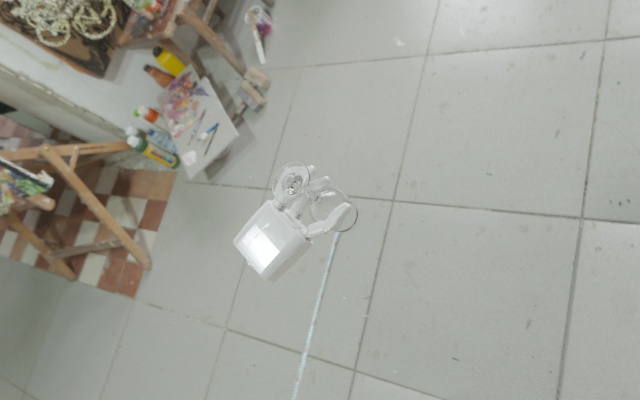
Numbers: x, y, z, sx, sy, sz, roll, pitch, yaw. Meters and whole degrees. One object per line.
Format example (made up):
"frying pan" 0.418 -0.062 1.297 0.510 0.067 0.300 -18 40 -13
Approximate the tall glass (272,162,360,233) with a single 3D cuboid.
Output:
"tall glass" 0.000 0.003 0.861 0.079 0.079 0.201 0 -19 32
